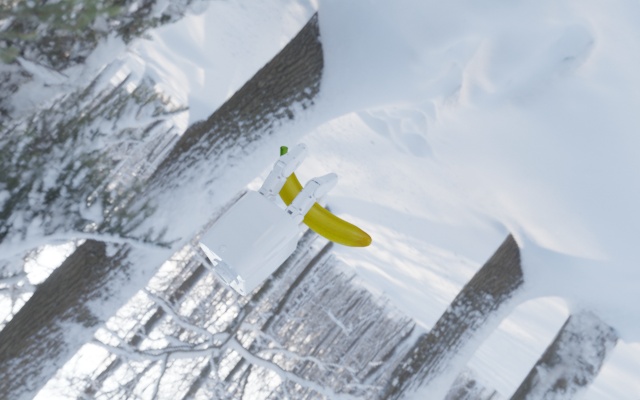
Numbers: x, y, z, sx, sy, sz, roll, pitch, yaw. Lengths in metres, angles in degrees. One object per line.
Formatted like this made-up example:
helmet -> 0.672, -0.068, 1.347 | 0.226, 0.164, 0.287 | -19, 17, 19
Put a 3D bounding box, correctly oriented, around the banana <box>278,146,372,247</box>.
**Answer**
banana -> -0.009, 0.010, 0.713 | 0.037, 0.198, 0.070 | -36, -13, -40
